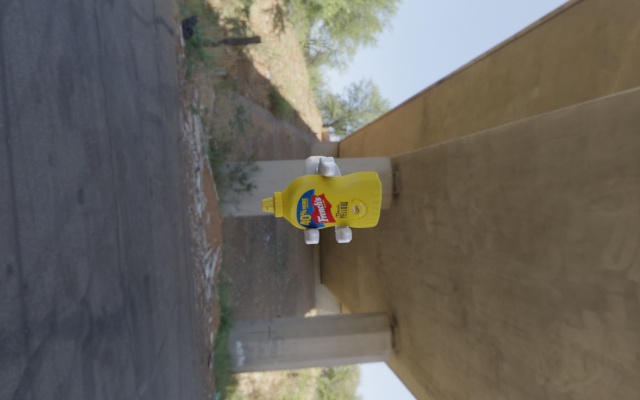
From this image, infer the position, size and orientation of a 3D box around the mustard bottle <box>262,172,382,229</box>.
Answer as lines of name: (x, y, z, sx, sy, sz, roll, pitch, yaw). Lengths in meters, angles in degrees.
mustard bottle: (0.000, 0.003, 0.783, 0.191, 0.096, 0.058, -3, 37, -6)
